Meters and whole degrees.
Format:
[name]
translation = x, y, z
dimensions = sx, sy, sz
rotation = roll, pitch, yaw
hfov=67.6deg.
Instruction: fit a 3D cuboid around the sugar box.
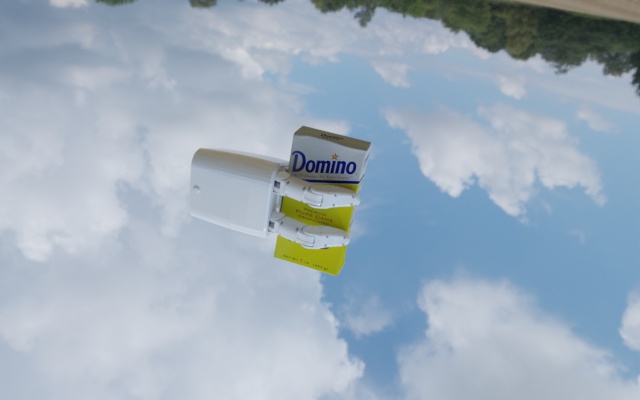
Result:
[sugar box]
translation = 0.000, 0.002, 0.610
dimensions = 0.093, 0.176, 0.048
rotation = 15, 26, 10
